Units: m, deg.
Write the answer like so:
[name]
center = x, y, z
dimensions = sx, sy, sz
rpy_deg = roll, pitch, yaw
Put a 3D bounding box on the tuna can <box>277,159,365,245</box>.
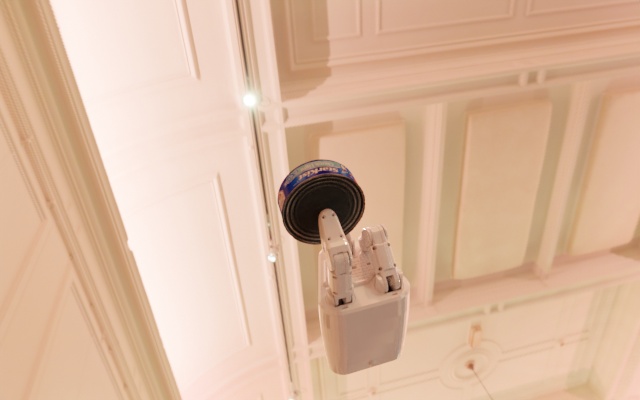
[tuna can]
center = 0.000, 0.001, 0.486
dimensions = 0.086, 0.086, 0.033
rpy_deg = 0, 34, -17
